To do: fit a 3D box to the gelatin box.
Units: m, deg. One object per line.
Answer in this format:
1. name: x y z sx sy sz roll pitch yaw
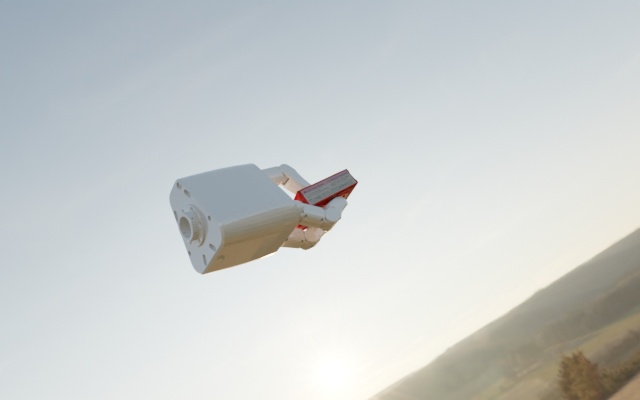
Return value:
1. gelatin box: 0.000 0.002 0.645 0.089 0.030 0.073 -27 -19 -33
